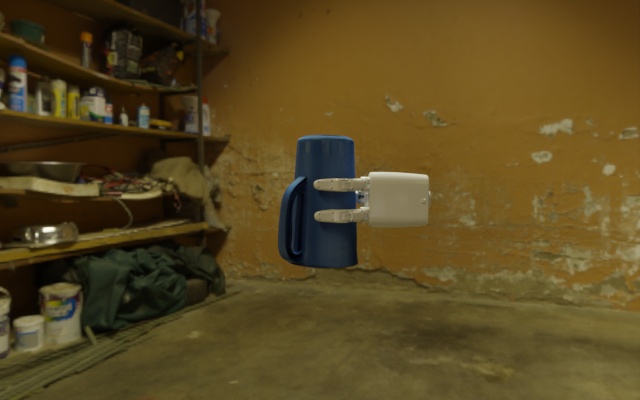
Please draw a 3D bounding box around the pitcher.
[{"bbox_3d":[0.000,0.003,0.891,0.145,0.243,0.149,1,2,1],"label":"pitcher"}]
